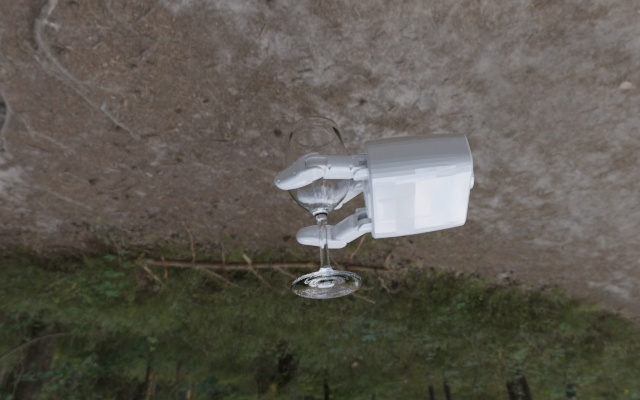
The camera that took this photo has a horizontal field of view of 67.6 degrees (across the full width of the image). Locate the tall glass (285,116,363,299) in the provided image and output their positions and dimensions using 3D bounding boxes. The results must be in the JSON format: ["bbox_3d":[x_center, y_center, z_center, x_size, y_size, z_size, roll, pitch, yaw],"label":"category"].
[{"bbox_3d":[0.000,0.002,0.537,0.079,0.201,0.079,-4,-30,-2],"label":"tall glass"}]
